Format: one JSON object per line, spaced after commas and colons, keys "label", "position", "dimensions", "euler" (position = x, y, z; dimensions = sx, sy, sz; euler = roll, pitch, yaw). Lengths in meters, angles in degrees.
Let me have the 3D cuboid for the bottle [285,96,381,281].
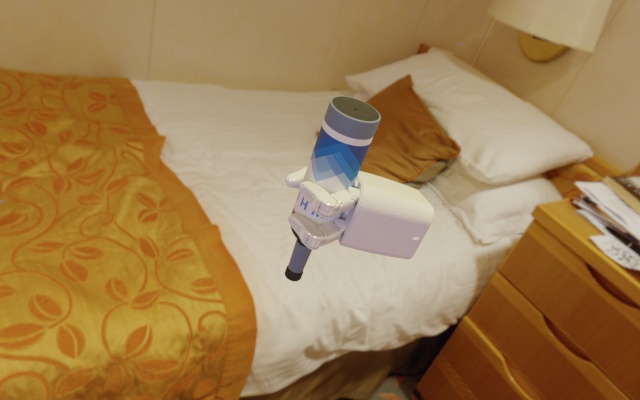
{"label": "bottle", "position": [0.000, 0.002, 0.669], "dimensions": [0.069, 0.296, 0.069], "euler": [14, 34, -10]}
